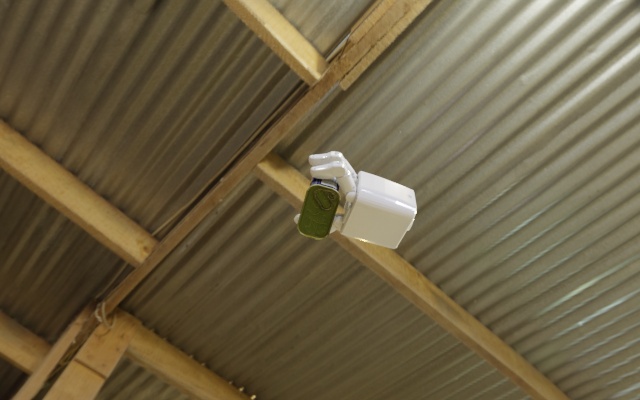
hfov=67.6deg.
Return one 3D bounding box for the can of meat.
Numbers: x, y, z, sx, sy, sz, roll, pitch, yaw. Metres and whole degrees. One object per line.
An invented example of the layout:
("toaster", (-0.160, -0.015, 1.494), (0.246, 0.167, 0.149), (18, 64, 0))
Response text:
("can of meat", (0.000, 0.003, 0.829), (0.057, 0.102, 0.084), (16, 28, -2))
